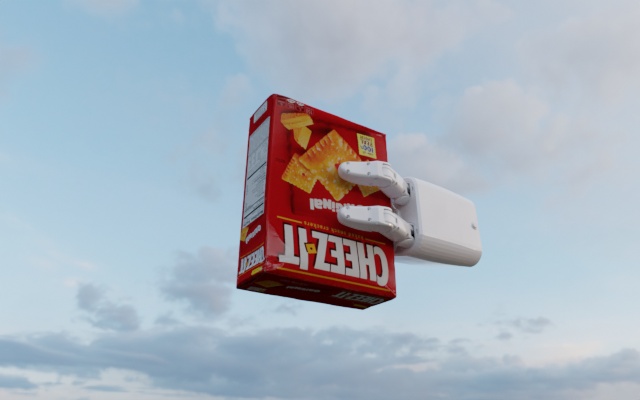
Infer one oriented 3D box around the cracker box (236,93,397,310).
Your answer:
[{"bbox_3d":[0.000,0.002,0.541,0.164,0.213,0.072,16,-31,-28],"label":"cracker box"}]
